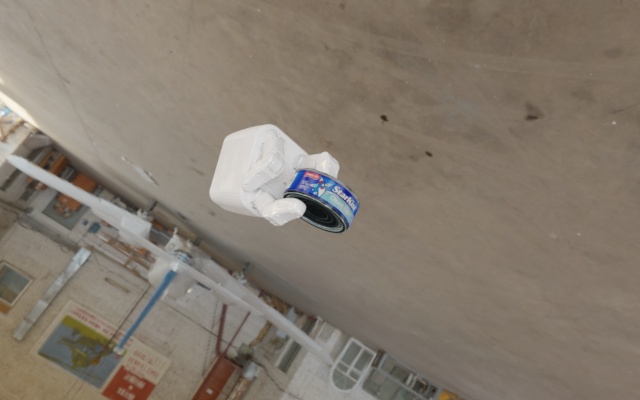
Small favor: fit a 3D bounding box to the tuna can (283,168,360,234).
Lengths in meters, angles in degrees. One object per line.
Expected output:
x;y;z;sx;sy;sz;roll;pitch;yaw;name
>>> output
0.000;0.002;0.548;0.086;0.033;0.086;25;-22;11;tuna can
